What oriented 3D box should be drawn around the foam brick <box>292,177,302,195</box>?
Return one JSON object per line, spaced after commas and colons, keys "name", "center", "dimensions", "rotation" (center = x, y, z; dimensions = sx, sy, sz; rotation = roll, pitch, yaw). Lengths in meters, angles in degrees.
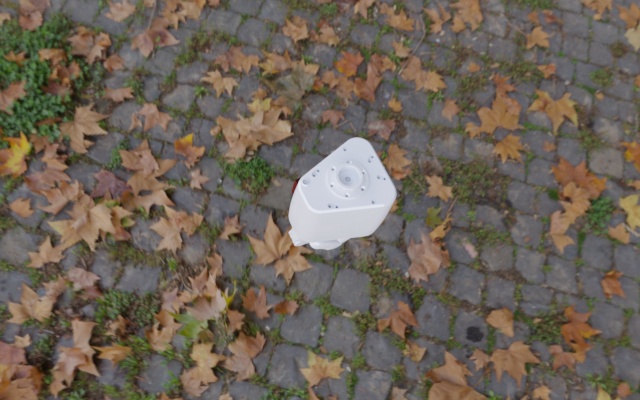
{"name": "foam brick", "center": [0.000, 0.002, 0.674], "dimensions": [0.053, 0.078, 0.051], "rotation": [-23, -16, -15]}
